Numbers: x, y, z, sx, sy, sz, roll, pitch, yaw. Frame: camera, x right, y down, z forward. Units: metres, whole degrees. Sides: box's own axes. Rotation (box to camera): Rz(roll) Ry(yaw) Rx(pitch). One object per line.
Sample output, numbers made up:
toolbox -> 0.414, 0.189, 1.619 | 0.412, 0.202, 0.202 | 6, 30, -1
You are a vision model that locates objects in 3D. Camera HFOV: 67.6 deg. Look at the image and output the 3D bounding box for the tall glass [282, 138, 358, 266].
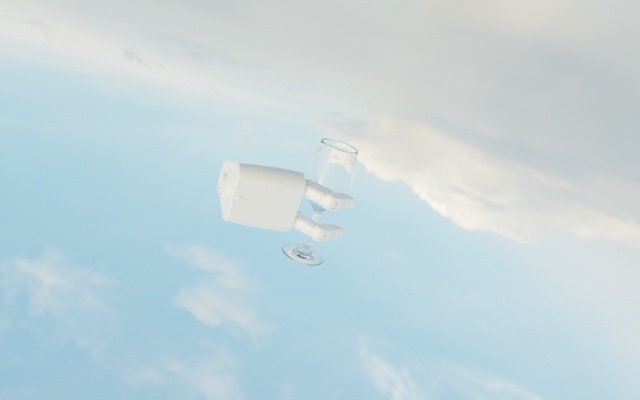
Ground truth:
tall glass -> 0.000, 0.003, 0.782 | 0.079, 0.201, 0.079 | 17, 19, -6
